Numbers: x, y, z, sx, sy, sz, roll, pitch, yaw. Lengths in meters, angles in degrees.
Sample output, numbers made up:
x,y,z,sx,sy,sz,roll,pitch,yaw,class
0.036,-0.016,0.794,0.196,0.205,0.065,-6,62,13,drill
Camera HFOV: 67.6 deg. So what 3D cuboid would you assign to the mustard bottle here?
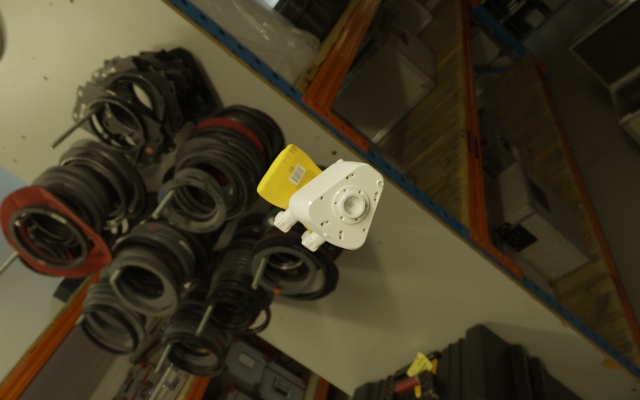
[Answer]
x,y,z,sx,sy,sz,roll,pitch,yaw,class
0.000,0.002,0.766,0.192,0.096,0.058,37,-31,-13,mustard bottle
